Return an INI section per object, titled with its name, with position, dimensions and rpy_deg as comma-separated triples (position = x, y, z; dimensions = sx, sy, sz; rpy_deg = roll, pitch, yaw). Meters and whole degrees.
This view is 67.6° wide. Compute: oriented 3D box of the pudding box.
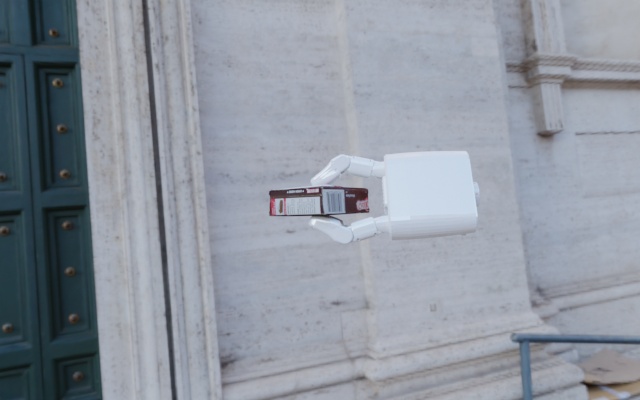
[pudding box]
position = 0.000, 0.002, 0.641
dimensions = 0.090, 0.039, 0.113
rpy_deg = -4, -4, 36
